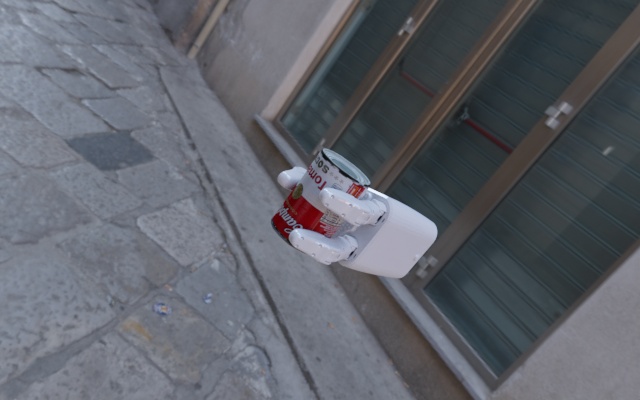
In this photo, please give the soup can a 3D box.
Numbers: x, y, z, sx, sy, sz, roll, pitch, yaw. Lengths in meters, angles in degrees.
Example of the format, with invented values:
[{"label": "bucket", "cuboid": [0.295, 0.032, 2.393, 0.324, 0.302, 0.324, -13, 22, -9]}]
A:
[{"label": "soup can", "cuboid": [0.000, 0.001, 0.536, 0.068, 0.102, 0.068, 34, 16, -11]}]
